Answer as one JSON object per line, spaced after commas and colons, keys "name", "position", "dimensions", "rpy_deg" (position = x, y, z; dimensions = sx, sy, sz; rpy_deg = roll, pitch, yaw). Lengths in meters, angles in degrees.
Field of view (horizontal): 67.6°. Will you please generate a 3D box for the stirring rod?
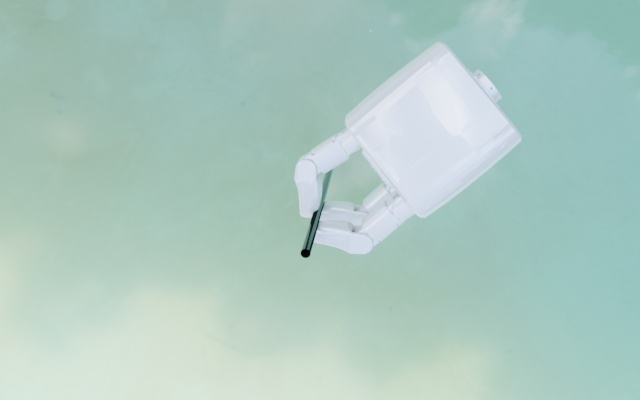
{"name": "stirring rod", "position": [0.000, 0.001, 0.488], "dimensions": [0.011, 0.011, 0.239], "rpy_deg": [0, 19, 6]}
